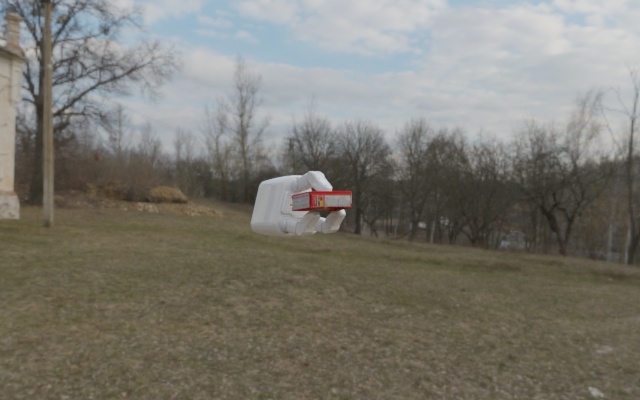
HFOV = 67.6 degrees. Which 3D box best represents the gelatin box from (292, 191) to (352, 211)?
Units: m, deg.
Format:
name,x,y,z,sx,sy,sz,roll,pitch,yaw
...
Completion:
name,x,y,z,sx,sy,sz,roll,pitch,yaw
gelatin box,0.000,0.002,0.788,0.073,0.030,0.089,0,-5,-23
